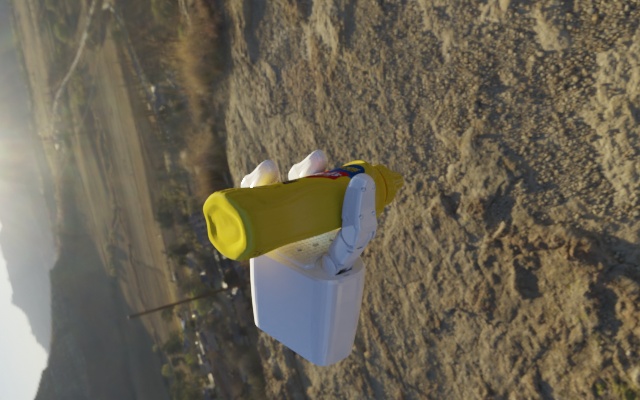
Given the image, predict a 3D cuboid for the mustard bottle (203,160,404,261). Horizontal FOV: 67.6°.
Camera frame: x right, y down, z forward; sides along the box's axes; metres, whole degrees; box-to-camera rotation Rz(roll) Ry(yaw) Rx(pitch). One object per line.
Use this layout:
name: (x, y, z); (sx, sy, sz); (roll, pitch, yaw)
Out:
mustard bottle: (0.000, 0.001, 0.433); (0.191, 0.058, 0.096); (-15, 8, -32)
